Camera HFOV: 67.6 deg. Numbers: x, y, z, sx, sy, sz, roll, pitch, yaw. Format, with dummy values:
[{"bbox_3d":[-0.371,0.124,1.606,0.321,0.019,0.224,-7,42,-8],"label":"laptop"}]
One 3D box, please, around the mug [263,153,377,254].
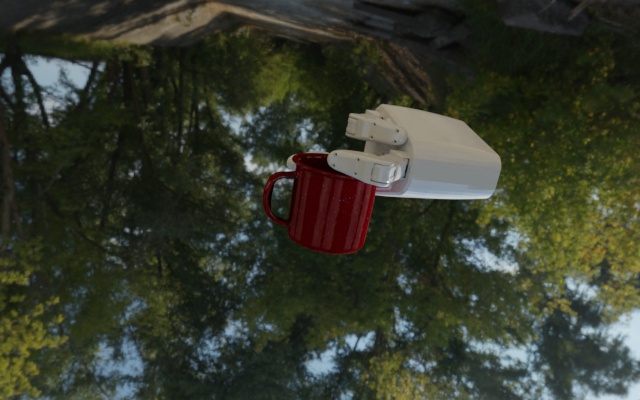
[{"bbox_3d":[-0.001,0.002,0.478,0.117,0.081,0.093,4,17,-20],"label":"mug"}]
